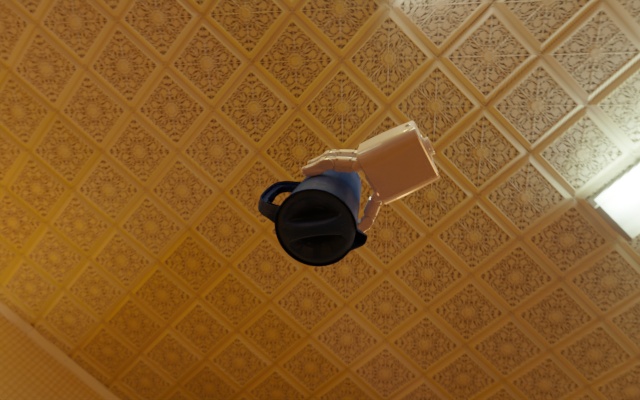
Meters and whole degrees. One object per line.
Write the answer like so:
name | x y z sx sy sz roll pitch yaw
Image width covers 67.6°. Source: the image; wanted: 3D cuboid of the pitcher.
pitcher | 0.000 0.003 0.858 0.145 0.149 0.242 -27 13 18
